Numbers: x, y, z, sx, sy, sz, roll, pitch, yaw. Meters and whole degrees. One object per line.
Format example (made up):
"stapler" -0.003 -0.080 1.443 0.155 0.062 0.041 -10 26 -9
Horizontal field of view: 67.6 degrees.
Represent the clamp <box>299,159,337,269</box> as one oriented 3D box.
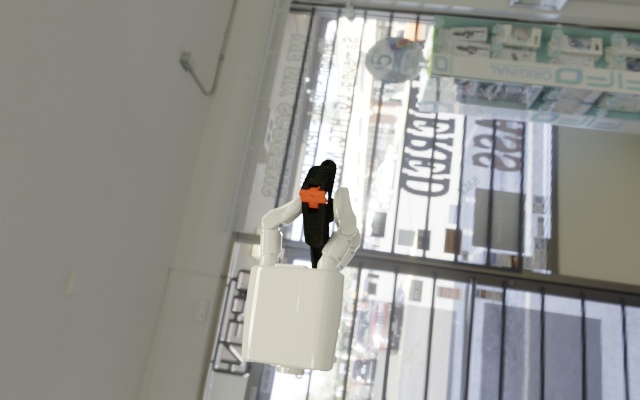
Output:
"clamp" -0.001 0.002 0.583 0.036 0.164 0.210 3 -15 5
